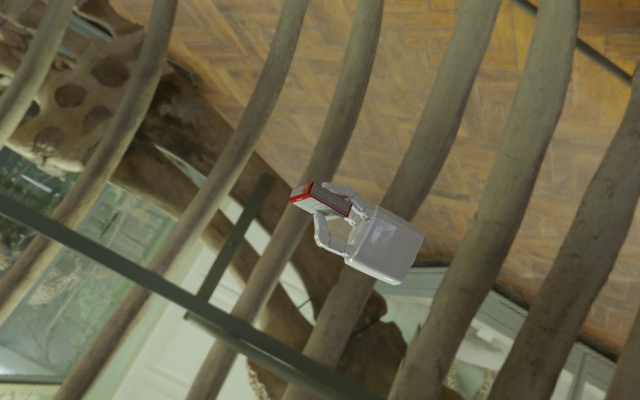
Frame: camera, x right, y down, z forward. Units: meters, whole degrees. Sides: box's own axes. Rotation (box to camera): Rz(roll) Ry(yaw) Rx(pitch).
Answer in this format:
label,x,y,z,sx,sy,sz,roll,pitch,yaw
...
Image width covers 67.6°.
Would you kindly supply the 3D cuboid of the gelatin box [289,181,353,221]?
label,x,y,z,sx,sy,sz,roll,pitch,yaw
gelatin box,0.000,0.003,0.837,0.089,0.030,0.073,28,-21,-24
